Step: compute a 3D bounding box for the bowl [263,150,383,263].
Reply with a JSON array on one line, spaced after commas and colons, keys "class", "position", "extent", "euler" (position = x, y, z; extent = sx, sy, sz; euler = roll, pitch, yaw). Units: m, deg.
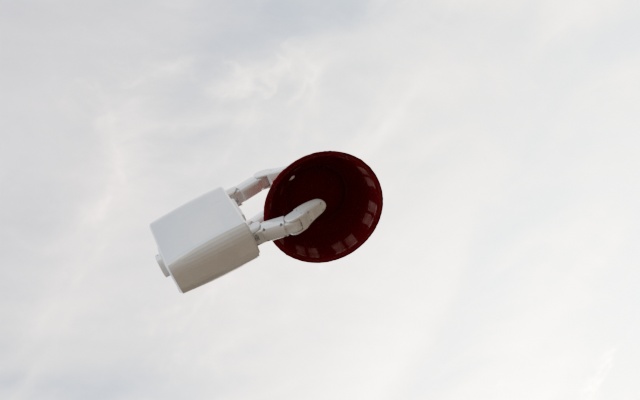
[{"class": "bowl", "position": [0.001, 0.002, 0.645], "extent": [0.162, 0.162, 0.055], "euler": [0, 24, -15]}]
